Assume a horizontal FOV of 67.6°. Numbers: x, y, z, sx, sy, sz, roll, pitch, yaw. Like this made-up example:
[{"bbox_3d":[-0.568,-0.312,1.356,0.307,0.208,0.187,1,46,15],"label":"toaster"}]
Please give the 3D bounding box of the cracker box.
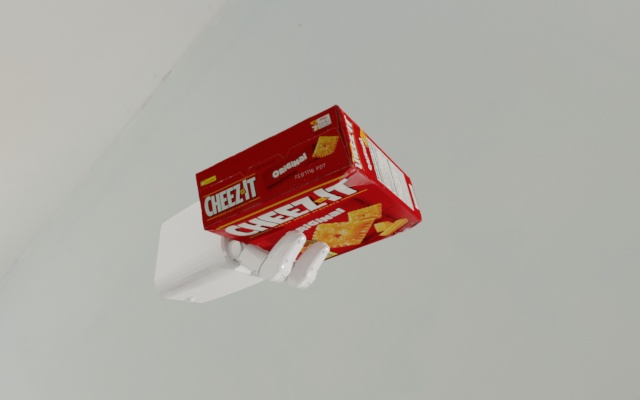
[{"bbox_3d":[0.000,0.002,0.520,0.164,0.072,0.214,-23,-25,21],"label":"cracker box"}]
